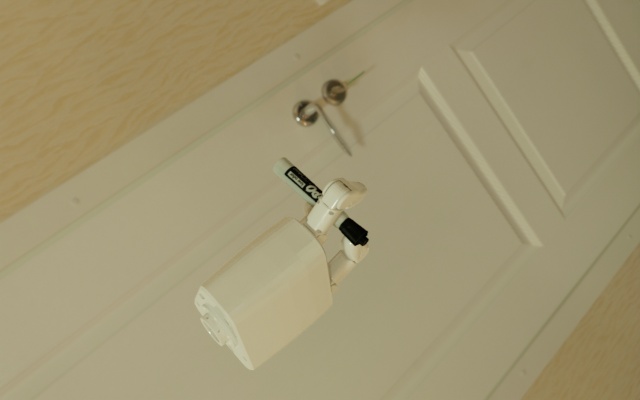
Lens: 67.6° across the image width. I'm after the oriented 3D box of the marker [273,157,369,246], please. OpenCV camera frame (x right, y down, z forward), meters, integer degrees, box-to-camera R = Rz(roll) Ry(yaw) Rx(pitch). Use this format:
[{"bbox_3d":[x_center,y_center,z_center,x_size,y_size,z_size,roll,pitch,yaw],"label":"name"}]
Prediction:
[{"bbox_3d":[0.000,0.001,0.462,0.121,0.020,0.020,42,18,20],"label":"marker"}]
